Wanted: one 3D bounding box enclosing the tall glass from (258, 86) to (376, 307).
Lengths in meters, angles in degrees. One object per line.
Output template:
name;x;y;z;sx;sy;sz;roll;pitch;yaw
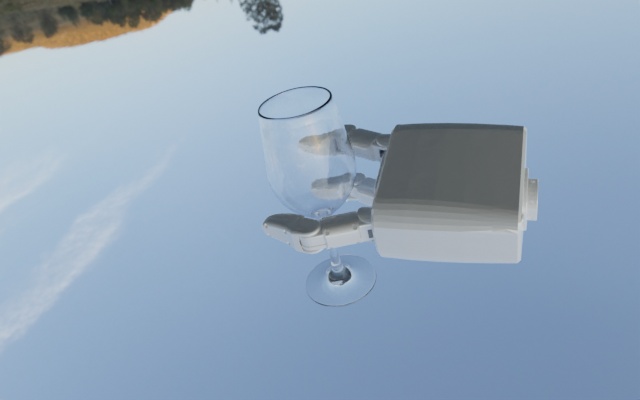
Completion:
tall glass;0.000;0.002;0.437;0.079;0.201;0.079;-10;34;7
